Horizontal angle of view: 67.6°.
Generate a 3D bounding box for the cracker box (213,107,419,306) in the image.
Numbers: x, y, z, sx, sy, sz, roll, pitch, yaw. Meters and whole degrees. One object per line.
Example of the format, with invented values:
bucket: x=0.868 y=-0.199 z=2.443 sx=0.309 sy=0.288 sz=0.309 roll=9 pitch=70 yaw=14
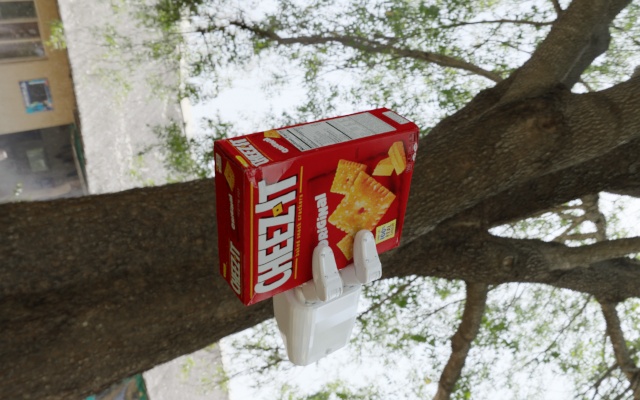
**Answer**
cracker box: x=0.000 y=0.002 z=0.515 sx=0.213 sy=0.164 sz=0.072 roll=-17 pitch=38 yaw=-31
